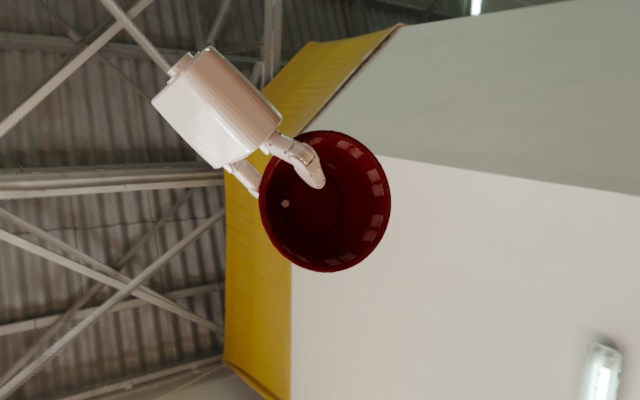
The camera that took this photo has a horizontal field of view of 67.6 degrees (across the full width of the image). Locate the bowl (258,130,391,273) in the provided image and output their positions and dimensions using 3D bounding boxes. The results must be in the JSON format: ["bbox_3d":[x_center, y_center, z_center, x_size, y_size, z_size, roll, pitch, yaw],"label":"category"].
[{"bbox_3d":[0.001,0.003,0.562,0.162,0.162,0.055,0,-4,-21],"label":"bowl"}]
